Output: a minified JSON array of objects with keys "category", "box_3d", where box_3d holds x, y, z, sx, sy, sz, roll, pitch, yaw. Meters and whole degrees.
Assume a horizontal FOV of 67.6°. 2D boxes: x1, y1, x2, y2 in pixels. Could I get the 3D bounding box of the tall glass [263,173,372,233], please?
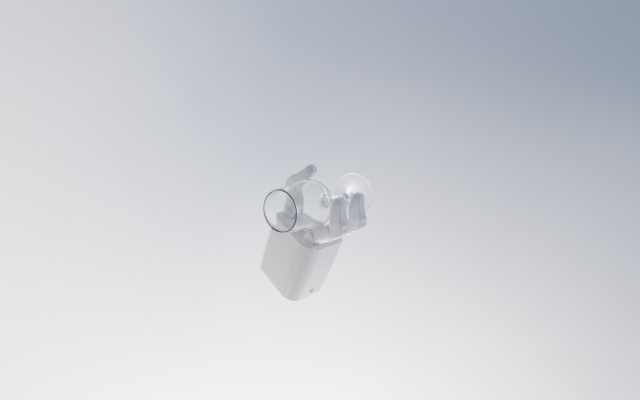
[{"category":"tall glass","box_3d":[0.001,0.002,0.744,0.079,0.079,0.201,0,7,35]}]
